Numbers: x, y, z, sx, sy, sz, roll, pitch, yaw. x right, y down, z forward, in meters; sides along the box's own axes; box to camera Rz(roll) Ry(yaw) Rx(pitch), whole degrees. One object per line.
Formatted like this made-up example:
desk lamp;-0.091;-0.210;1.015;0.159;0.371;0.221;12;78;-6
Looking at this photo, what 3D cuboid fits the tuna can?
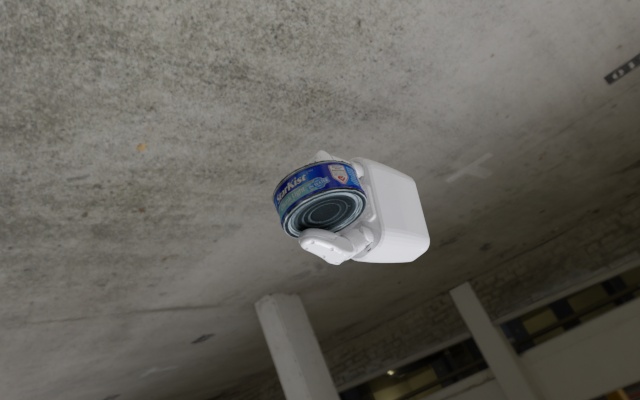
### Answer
tuna can;0.000;0.002;0.454;0.086;0.033;0.086;-15;-31;-9
